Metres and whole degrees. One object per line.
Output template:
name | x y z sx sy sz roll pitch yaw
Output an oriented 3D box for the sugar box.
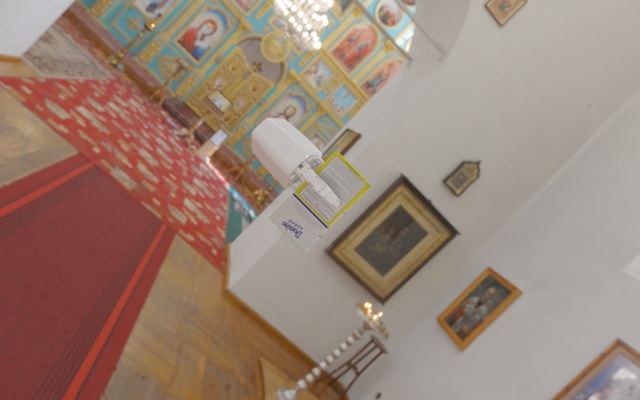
sugar box | 0.000 0.003 0.889 0.176 0.093 0.048 -45 -7 2
